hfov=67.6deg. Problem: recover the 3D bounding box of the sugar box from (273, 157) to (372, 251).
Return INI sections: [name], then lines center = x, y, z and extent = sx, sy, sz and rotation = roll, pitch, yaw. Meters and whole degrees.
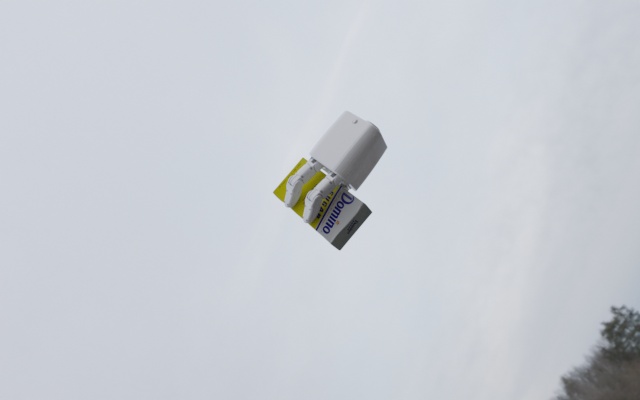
[sugar box]
center = 0.000, 0.002, 0.873
extent = 0.176, 0.093, 0.048
rotation = 38, -3, 38
